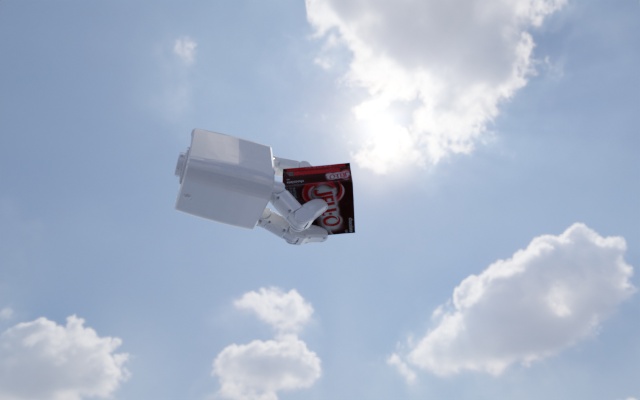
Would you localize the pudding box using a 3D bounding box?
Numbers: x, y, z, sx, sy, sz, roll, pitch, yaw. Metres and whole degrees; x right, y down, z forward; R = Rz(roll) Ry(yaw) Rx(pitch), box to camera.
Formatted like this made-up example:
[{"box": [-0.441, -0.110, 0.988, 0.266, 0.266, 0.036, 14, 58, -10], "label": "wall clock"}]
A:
[{"box": [0.000, 0.002, 0.645, 0.090, 0.039, 0.114, -5, -39, 3], "label": "pudding box"}]
